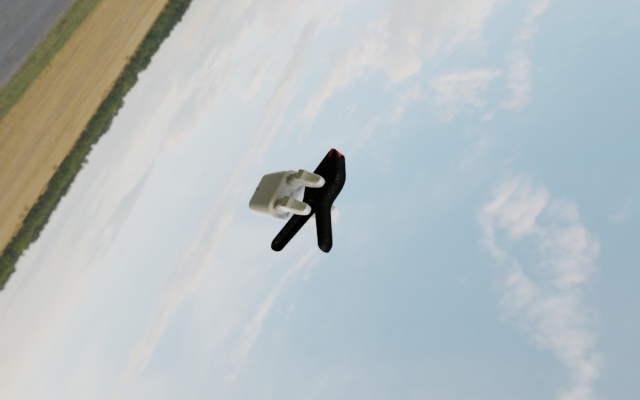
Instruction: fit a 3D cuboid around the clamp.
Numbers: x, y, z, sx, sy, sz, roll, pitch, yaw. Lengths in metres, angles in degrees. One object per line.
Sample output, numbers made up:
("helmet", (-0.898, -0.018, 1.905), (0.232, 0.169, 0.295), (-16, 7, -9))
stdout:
("clamp", (0.001, 0.003, 0.833), (0.036, 0.210, 0.164), (34, -16, -30))
